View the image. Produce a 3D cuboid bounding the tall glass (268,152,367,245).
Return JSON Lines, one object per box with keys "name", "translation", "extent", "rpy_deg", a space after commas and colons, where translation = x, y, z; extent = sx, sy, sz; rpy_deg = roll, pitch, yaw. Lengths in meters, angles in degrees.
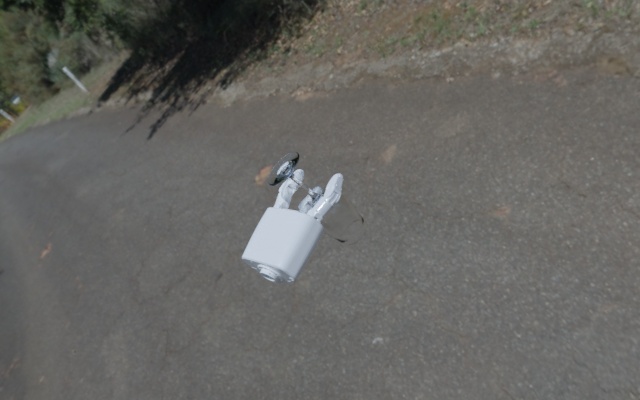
{"name": "tall glass", "translation": [0.000, 0.002, 0.875], "extent": [0.201, 0.079, 0.079], "rpy_deg": [42, -23, -29]}
